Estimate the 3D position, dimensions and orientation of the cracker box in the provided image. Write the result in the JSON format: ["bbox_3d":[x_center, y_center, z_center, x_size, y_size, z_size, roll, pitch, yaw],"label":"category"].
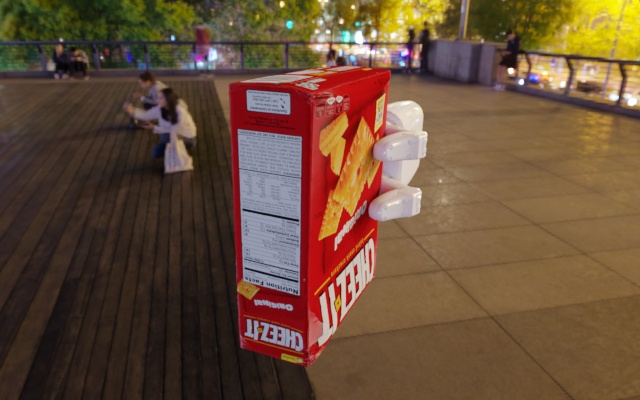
[{"bbox_3d":[0.000,0.001,0.406,0.072,0.214,0.164,10,22,23],"label":"cracker box"}]
